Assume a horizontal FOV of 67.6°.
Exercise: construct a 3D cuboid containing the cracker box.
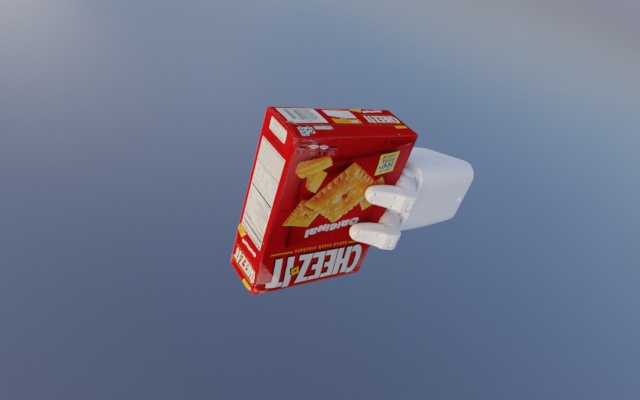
[{"bbox_3d":[0.000,0.002,0.556,0.164,0.214,0.072,-6,39,-34],"label":"cracker box"}]
